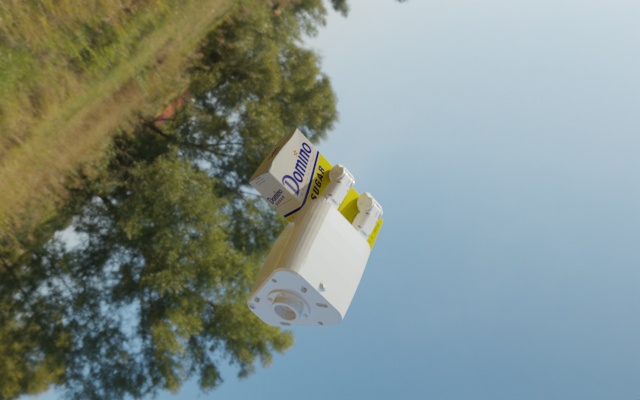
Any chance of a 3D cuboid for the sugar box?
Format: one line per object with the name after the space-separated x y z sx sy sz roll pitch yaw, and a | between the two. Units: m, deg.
0.000 0.002 0.610 0.048 0.176 0.093 -25 26 41 | sugar box
